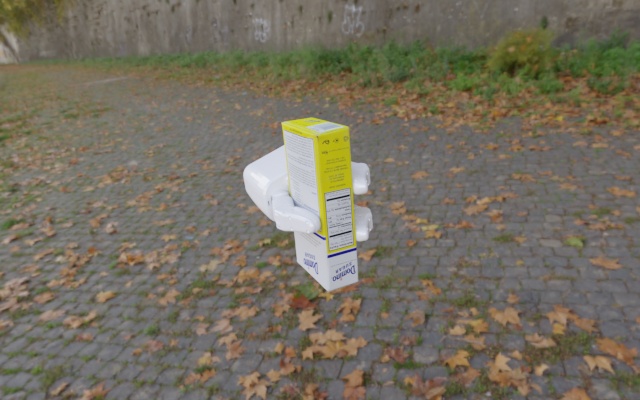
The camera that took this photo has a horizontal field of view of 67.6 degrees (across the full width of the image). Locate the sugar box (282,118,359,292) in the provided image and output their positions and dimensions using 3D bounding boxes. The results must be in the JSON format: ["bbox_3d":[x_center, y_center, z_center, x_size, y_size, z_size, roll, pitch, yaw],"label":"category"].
[{"bbox_3d":[0.001,0.001,0.535,0.048,0.176,0.093,-15,22,-22],"label":"sugar box"}]
